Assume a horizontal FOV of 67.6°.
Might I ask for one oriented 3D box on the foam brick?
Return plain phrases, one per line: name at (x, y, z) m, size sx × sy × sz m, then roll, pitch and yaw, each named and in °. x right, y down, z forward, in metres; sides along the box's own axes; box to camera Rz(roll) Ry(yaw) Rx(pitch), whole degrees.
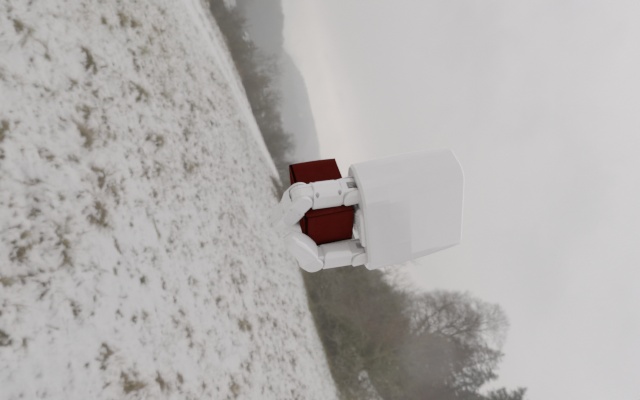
foam brick at (0.000, 0.001, 0.510) m, size 0.051 × 0.078 × 0.053 m, roll -11°, pitch -39°, yaw -8°
